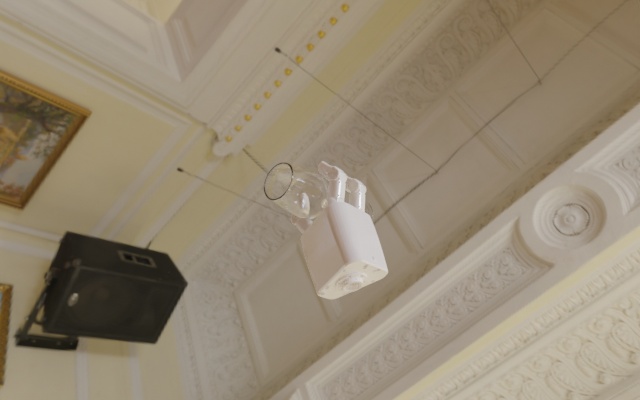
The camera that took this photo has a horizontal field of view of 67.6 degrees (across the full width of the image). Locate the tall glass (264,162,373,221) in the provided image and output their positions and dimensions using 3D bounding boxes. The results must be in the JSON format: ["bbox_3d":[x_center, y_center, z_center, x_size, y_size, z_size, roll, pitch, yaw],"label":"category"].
[{"bbox_3d":[0.000,0.003,0.791,0.079,0.079,0.201,0,-19,43],"label":"tall glass"}]
